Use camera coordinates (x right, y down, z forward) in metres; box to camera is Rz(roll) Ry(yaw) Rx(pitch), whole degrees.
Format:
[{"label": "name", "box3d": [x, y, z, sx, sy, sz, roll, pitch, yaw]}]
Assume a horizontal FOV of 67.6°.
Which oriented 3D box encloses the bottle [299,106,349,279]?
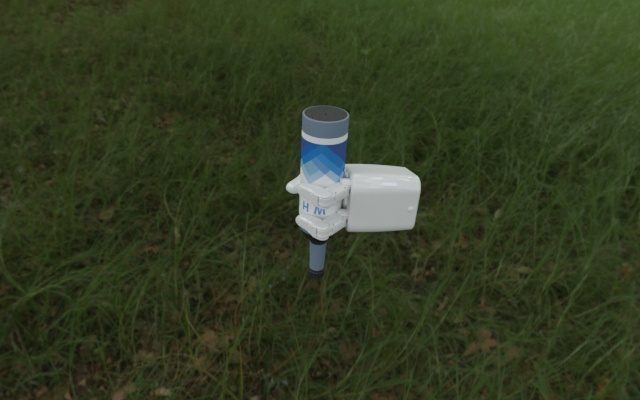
[{"label": "bottle", "box3d": [0.000, 0.002, 0.753, 0.069, 0.296, 0.069, 3, 31, -2]}]
